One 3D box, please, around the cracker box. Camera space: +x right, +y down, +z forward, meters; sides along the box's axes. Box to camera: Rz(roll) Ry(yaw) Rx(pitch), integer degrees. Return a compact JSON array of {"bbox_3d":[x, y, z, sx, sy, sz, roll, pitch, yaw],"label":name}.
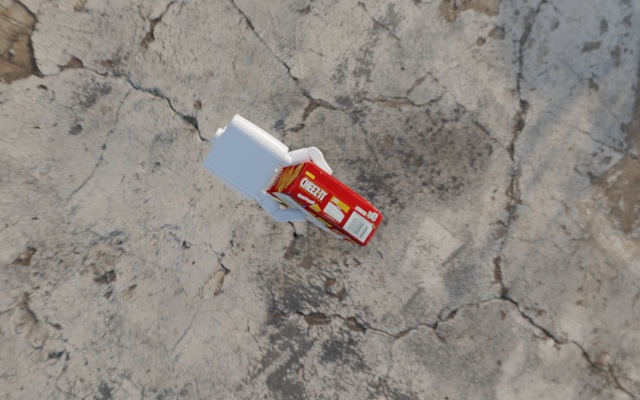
[{"bbox_3d":[0.000,0.003,0.880,0.164,0.072,0.213,35,-7,-14],"label":"cracker box"}]
